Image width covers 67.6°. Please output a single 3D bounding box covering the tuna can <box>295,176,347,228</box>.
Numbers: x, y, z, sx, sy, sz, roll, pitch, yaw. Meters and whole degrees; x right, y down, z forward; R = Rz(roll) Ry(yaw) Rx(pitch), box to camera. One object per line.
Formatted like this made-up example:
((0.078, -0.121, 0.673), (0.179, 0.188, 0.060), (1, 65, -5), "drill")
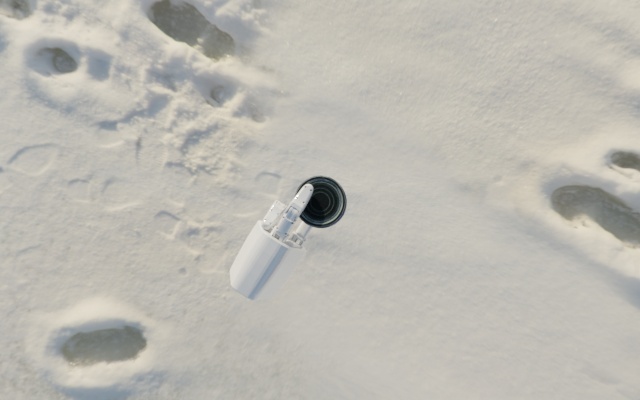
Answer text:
((0.000, 0.002, 0.777), (0.086, 0.086, 0.034), (0, -3, 3), "tuna can")
